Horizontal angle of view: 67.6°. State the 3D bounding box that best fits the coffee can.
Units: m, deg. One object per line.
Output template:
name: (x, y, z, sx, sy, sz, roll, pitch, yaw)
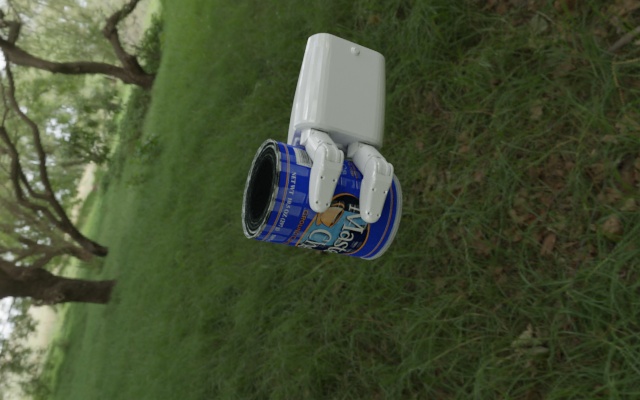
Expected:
coffee can: (0.000, 0.002, 0.505, 0.140, 0.103, 0.103, 12, -5, -24)
